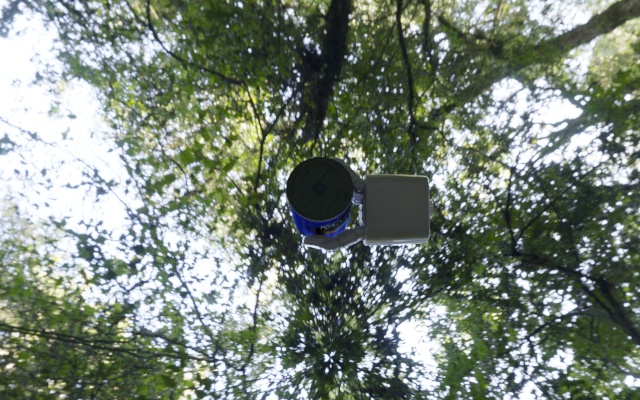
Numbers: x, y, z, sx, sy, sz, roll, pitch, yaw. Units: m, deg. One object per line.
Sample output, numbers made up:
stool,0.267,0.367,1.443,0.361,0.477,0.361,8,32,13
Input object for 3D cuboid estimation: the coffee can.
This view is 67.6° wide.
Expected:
coffee can,0.000,0.003,0.785,0.103,0.102,0.140,0,-18,1
